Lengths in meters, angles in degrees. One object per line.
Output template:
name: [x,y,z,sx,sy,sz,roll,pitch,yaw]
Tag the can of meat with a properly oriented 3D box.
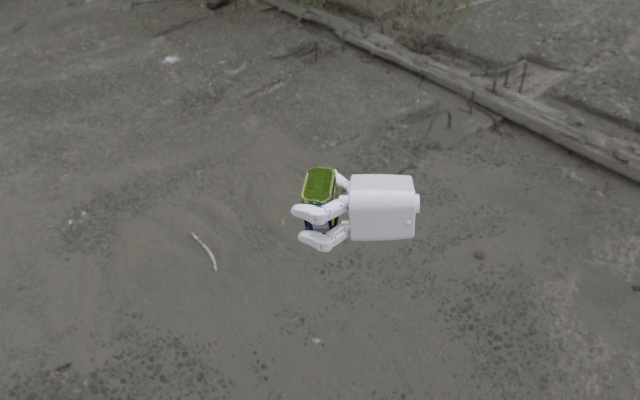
can of meat: [0.000,0.002,0.821,0.057,0.084,0.102,1,40,8]
